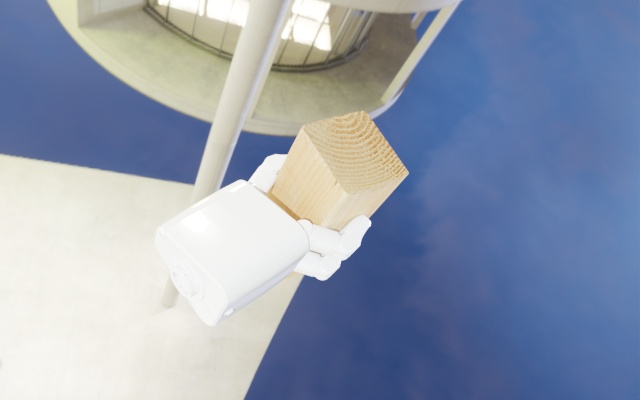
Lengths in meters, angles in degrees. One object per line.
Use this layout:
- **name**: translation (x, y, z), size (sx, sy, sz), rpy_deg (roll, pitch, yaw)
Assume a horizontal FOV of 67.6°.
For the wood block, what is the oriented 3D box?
- **wood block**: translation (0.000, 0.002, 0.563), size (0.090, 0.090, 0.206), rpy_deg (-20, -21, -34)
